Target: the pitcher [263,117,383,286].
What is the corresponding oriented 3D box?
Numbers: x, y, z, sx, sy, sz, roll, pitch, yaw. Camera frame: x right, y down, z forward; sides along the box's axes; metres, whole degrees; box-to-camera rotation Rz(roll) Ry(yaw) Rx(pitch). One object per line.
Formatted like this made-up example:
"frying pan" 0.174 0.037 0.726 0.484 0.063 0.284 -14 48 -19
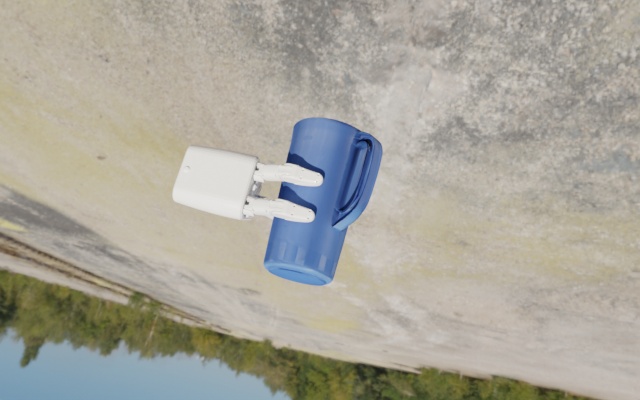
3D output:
"pitcher" 0.000 0.002 0.739 0.145 0.242 0.149 14 -19 1
